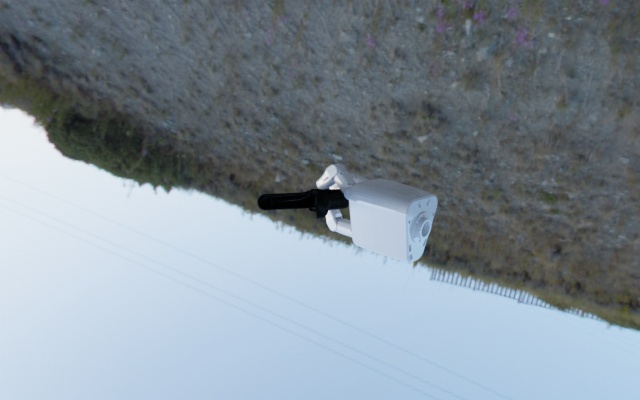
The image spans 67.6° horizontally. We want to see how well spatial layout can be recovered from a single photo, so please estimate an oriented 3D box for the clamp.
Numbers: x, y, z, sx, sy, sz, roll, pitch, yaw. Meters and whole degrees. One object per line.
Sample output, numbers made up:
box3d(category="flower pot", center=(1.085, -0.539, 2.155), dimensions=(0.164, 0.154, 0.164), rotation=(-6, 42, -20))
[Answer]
box3d(category="clamp", center=(0.000, 0.003, 0.752), dimensions=(0.120, 0.039, 0.171), rotation=(17, 19, 39))
